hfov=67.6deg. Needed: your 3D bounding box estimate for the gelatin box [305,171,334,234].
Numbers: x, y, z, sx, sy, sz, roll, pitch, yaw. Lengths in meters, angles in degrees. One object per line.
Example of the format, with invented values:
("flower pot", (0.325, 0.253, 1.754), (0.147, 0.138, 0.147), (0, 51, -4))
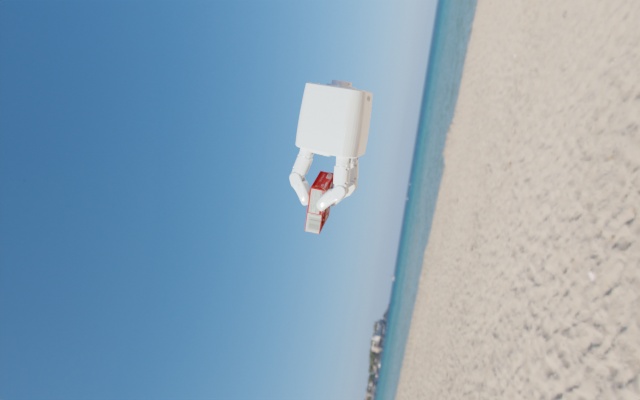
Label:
("gelatin box", (0.000, 0.003, 0.832), (0.030, 0.089, 0.073), (13, 27, 9))
